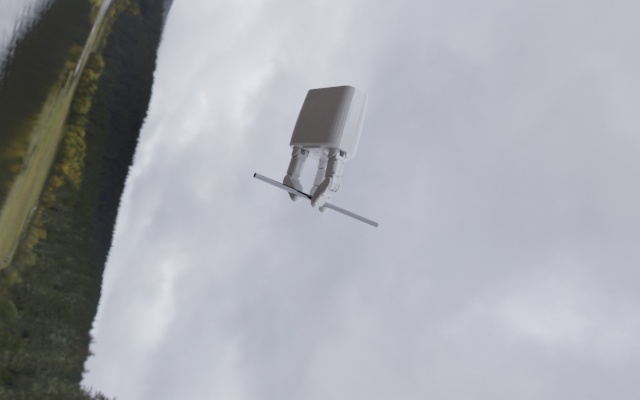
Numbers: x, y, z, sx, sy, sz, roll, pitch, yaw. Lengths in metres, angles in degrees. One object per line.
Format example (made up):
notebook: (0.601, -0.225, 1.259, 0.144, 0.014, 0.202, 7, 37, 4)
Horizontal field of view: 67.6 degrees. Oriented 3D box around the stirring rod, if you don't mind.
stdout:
stirring rod: (0.000, 0.002, 0.759, 0.239, 0.011, 0.011, 22, -12, -30)
